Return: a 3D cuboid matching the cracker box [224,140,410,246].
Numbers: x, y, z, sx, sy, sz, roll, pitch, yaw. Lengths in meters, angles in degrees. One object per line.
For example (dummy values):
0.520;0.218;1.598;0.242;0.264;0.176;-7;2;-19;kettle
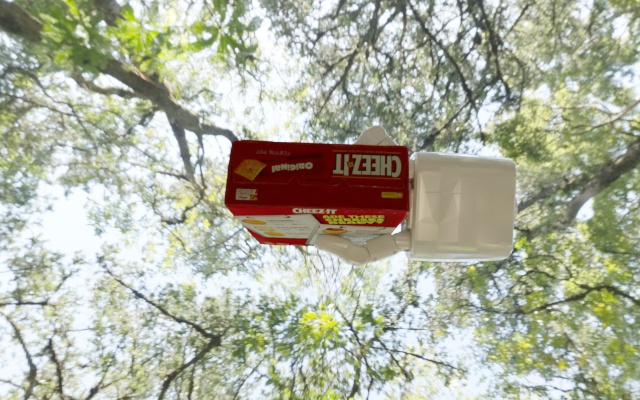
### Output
0.000;0.002;0.523;0.164;0.072;0.214;1;-14;1;cracker box
